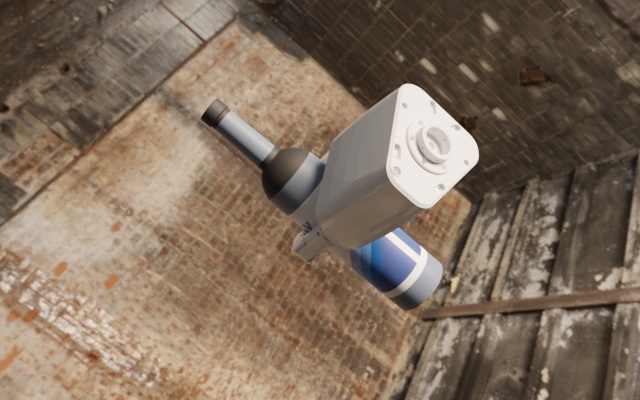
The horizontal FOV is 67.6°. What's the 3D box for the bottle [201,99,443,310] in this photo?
[{"bbox_3d":[0.000,0.002,0.501,0.296,0.069,0.069,40,-9,-11],"label":"bottle"}]
